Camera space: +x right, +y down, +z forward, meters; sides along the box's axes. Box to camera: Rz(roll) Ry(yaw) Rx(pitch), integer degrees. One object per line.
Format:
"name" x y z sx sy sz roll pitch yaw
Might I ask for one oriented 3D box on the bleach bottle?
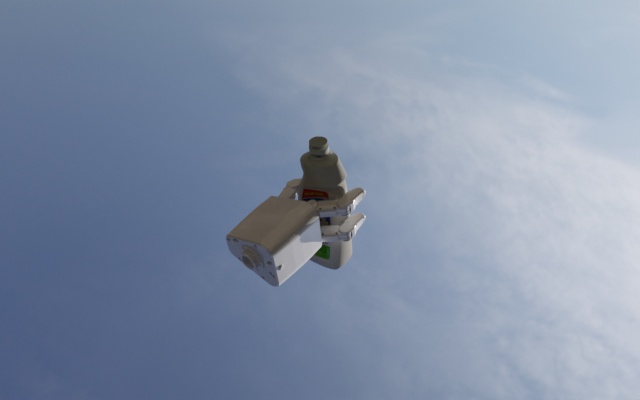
"bleach bottle" 0.000 0.003 0.802 0.102 0.251 0.068 23 49 30
